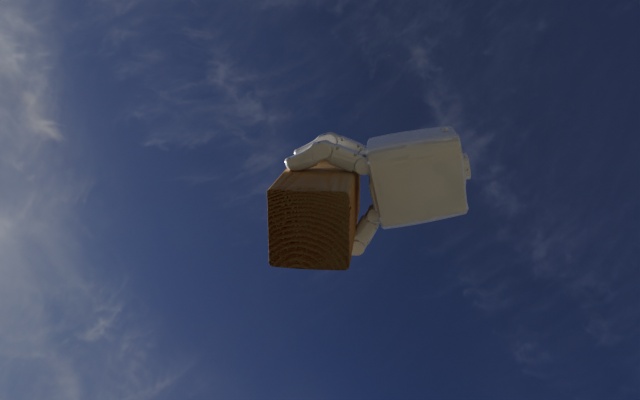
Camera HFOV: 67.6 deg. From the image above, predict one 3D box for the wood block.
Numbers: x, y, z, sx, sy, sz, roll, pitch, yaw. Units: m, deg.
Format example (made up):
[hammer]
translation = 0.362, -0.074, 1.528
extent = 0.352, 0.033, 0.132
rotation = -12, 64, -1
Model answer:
[wood block]
translation = 0.001, 0.002, 0.600
extent = 0.090, 0.091, 0.206
rotation = 2, 17, 8
